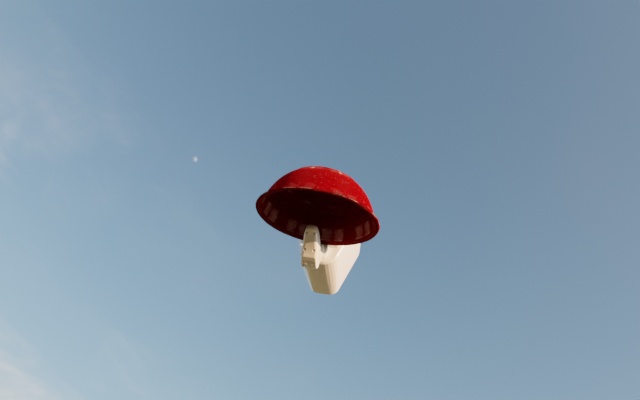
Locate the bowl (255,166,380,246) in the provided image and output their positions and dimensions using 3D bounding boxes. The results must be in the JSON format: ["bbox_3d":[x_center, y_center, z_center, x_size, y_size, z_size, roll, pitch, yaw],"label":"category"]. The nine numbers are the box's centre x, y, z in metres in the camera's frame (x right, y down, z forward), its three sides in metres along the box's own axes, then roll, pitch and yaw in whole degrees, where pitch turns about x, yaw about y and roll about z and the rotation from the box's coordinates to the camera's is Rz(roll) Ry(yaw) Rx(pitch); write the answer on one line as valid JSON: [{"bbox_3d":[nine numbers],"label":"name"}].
[{"bbox_3d":[0.000,0.001,0.622,0.162,0.055,0.162,10,-26,5],"label":"bowl"}]
